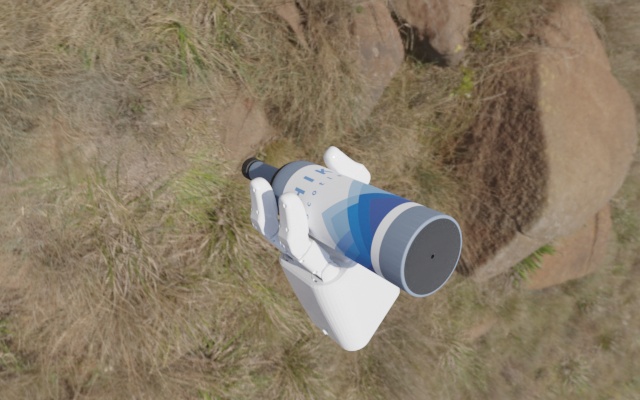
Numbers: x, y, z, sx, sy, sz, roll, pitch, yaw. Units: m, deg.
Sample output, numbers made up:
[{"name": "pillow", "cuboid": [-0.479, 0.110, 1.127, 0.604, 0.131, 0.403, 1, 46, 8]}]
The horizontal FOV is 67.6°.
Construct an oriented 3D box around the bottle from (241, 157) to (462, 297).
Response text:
[{"name": "bottle", "cuboid": [0.000, 0.002, 0.472, 0.069, 0.069, 0.295, 0, 16, -37]}]
